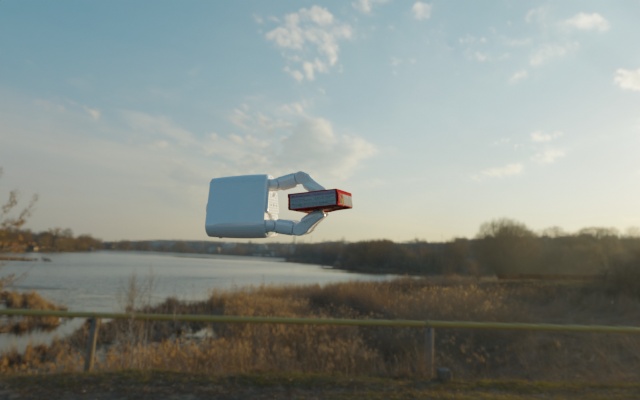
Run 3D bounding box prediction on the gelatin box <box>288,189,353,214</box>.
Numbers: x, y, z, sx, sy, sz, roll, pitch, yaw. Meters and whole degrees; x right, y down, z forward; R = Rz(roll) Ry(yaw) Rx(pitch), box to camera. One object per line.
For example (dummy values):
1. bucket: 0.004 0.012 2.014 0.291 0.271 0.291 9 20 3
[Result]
1. gelatin box: 0.000 0.002 0.794 0.089 0.030 0.073 -7 -8 22
